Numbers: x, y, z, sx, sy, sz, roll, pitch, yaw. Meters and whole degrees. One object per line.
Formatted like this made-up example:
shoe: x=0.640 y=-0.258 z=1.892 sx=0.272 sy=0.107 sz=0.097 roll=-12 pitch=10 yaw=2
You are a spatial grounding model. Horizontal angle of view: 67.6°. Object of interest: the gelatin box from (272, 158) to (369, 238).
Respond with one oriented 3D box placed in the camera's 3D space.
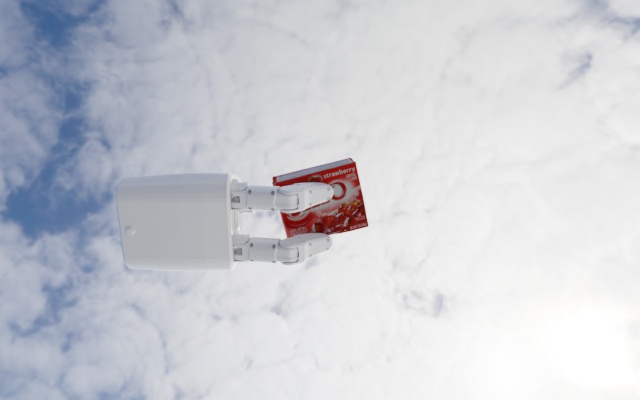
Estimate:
gelatin box: x=0.000 y=0.001 z=0.504 sx=0.089 sy=0.073 sz=0.030 roll=-14 pitch=18 yaw=-3
